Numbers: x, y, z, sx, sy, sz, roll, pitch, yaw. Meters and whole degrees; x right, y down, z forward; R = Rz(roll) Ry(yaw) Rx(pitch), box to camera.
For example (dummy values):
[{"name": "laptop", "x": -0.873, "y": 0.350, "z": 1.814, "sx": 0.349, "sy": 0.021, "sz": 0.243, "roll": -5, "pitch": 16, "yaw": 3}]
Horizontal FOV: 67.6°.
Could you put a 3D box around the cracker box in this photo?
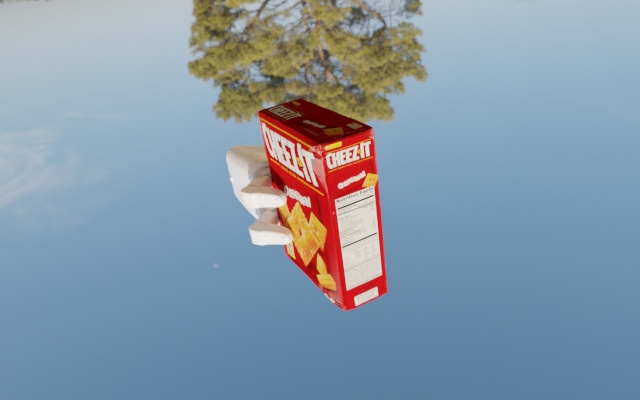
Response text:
[{"name": "cracker box", "x": 0.000, "y": 0.002, "z": 0.577, "sx": 0.072, "sy": 0.214, "sz": 0.164, "roll": -22, "pitch": 30, "yaw": -22}]
